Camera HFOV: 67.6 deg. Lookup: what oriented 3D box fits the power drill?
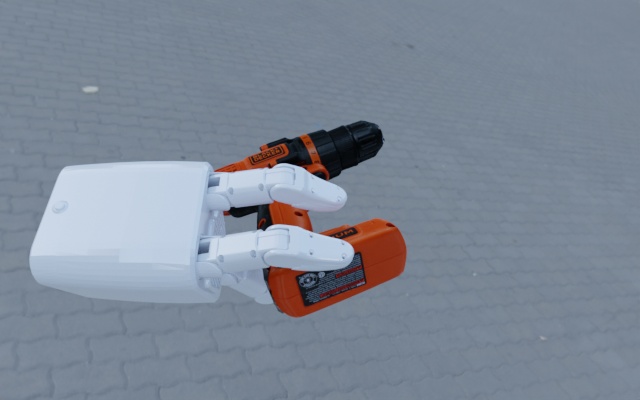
[{"bbox_3d":[0.000,0.002,0.420,0.184,0.057,0.187,-23,37,-8],"label":"power drill"}]
